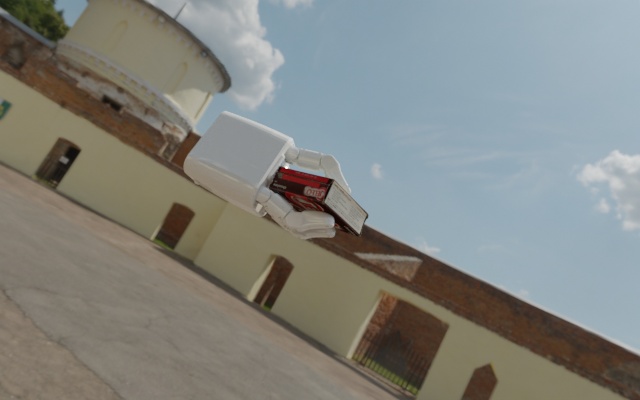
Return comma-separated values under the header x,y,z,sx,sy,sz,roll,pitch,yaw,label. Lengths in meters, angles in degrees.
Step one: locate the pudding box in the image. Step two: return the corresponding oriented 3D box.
x,y,z,sx,sy,sz,roll,pitch,yaw,label
0.000,0.002,0.627,0.090,0.039,0.113,17,-13,36,pudding box
